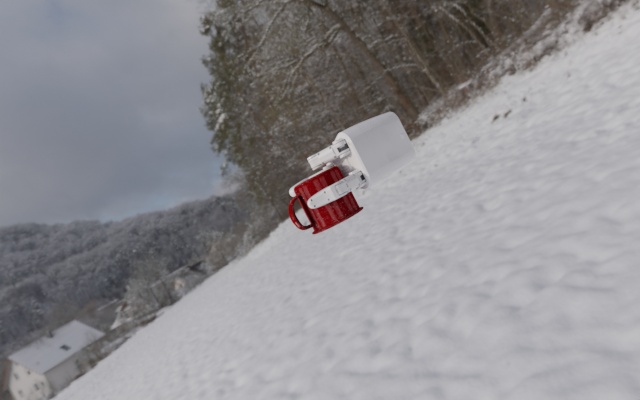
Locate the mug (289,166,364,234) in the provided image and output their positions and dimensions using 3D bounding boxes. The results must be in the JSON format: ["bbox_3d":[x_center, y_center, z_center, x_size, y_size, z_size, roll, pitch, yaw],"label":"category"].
[{"bbox_3d":[-0.001,0.003,0.757,0.117,0.081,0.093,-28,2,-26],"label":"mug"}]
